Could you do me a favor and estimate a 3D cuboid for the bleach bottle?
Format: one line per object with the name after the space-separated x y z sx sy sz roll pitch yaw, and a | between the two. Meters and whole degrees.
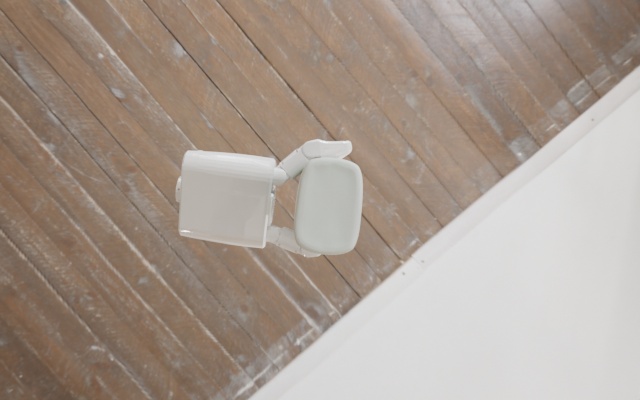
0.000 0.002 0.602 0.068 0.102 0.251 7 0 -4 | bleach bottle
